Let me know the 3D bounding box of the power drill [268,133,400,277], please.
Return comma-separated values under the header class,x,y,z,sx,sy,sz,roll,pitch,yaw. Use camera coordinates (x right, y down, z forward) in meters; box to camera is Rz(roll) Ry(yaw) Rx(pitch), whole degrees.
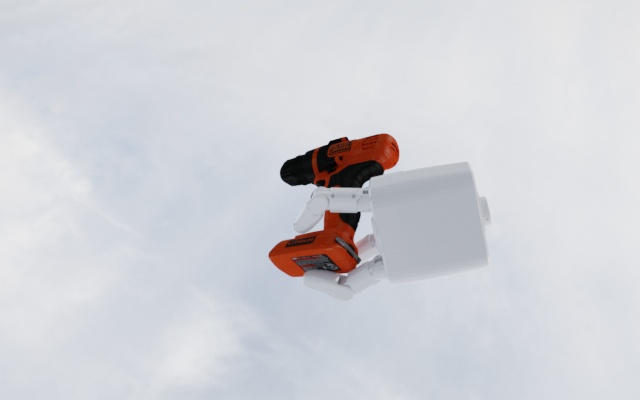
class,x,y,z,sx,sy,sz,roll,pitch,yaw
power drill,0.000,0.002,0.600,0.184,0.187,0.057,-12,-43,37
